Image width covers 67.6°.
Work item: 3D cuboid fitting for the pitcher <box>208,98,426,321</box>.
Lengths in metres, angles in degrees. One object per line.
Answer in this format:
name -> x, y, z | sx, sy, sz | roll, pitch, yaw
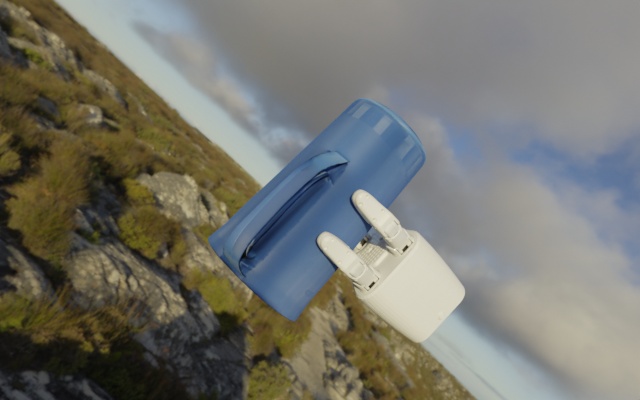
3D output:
pitcher -> 0.000, 0.002, 0.529 | 0.145, 0.243, 0.149 | 45, -4, -24
